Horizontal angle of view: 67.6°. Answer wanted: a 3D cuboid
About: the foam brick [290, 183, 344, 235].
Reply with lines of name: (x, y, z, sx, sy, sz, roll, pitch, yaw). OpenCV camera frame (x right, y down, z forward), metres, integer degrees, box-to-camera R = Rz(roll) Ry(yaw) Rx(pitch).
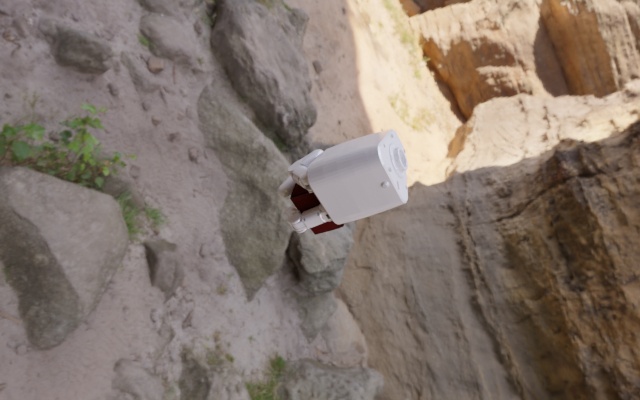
foam brick: (0.000, 0.002, 0.707, 0.051, 0.078, 0.053, -17, 33, 26)
